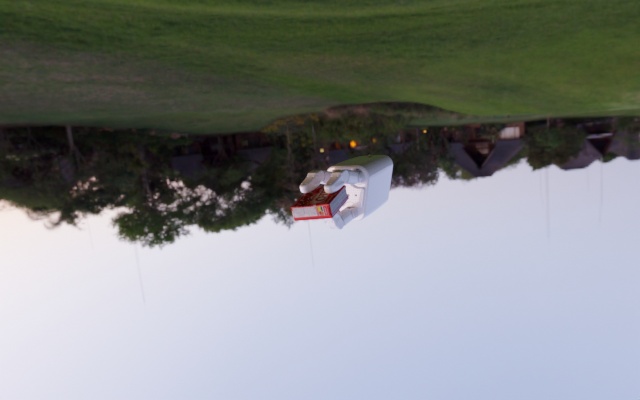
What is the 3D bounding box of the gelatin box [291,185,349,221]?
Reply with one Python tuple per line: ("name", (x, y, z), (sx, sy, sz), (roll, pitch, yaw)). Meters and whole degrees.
("gelatin box", (0.000, 0.003, 0.835), (0.073, 0.030, 0.089), (-5, 22, 26))
